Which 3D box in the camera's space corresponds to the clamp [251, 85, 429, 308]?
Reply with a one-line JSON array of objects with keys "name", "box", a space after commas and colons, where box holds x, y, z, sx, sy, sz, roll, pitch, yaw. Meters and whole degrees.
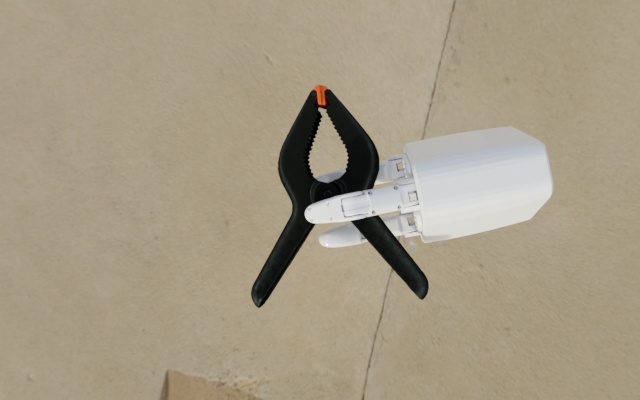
[{"name": "clamp", "box": [0.000, 0.001, 0.446, 0.164, 0.210, 0.036, -12, -2, 7]}]
